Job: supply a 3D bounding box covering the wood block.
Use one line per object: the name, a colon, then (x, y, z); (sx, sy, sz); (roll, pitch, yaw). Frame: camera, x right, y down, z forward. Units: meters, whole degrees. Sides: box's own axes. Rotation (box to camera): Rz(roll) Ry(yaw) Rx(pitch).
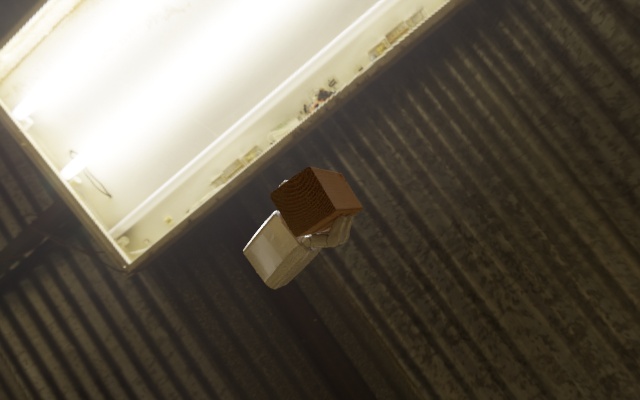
wood block: (0.000, 0.003, 0.895); (0.090, 0.091, 0.206); (-35, -9, 14)
